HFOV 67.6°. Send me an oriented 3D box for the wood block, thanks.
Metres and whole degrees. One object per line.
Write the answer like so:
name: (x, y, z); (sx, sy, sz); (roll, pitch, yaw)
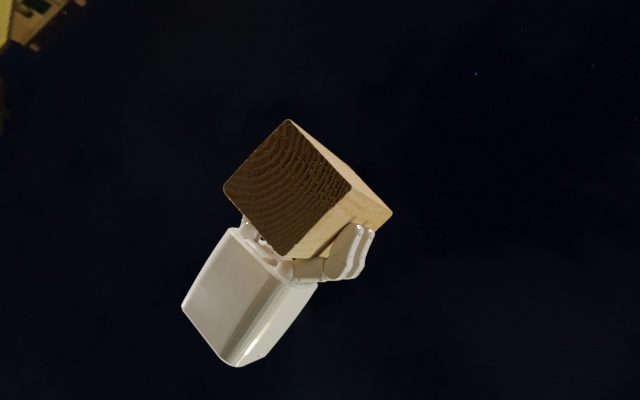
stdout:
wood block: (0.000, 0.002, 0.509); (0.091, 0.090, 0.206); (47, 7, 17)
